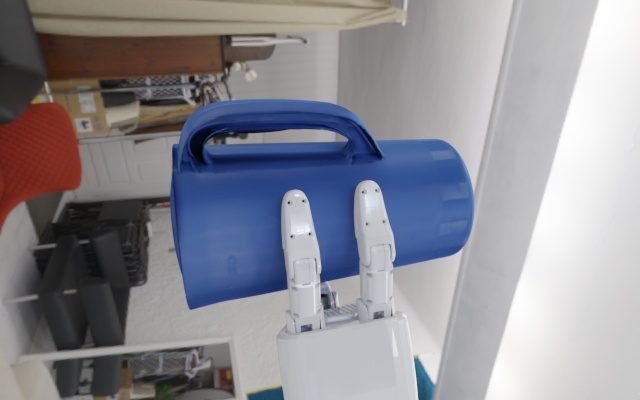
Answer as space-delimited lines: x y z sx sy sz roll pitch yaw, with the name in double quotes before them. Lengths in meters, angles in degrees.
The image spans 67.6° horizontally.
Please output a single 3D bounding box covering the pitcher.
"pitcher" 0.000 0.002 0.402 0.243 0.145 0.149 -6 -5 -13
